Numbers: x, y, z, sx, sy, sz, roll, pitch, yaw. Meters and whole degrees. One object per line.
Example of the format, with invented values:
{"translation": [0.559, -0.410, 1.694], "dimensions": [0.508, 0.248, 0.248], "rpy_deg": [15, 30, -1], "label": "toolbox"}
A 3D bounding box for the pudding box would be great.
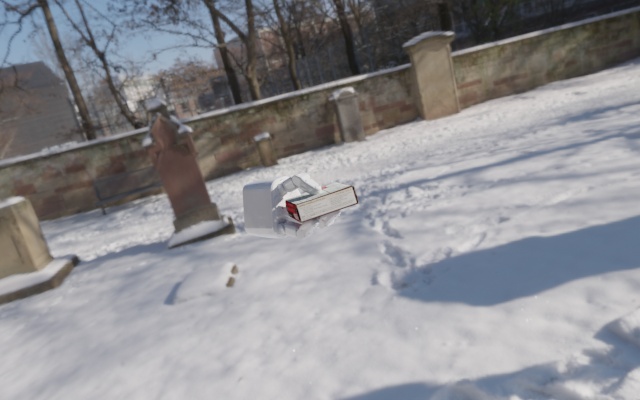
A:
{"translation": [0.000, 0.003, 0.860], "dimensions": [0.113, 0.039, 0.090], "rpy_deg": [-20, 11, -13], "label": "pudding box"}
